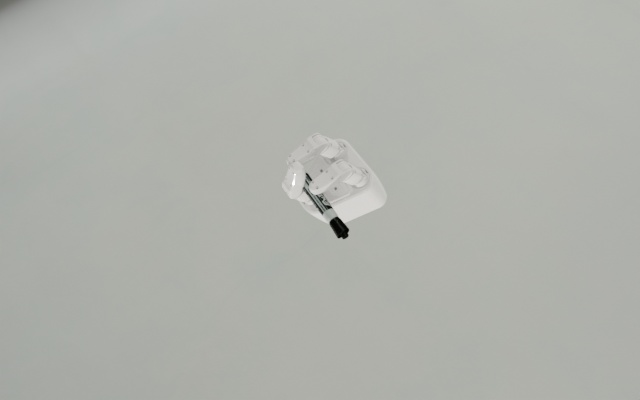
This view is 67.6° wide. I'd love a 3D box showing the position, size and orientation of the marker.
[{"bbox_3d":[0.000,0.002,0.627,0.020,0.121,0.020,-29,-26,-15],"label":"marker"}]
